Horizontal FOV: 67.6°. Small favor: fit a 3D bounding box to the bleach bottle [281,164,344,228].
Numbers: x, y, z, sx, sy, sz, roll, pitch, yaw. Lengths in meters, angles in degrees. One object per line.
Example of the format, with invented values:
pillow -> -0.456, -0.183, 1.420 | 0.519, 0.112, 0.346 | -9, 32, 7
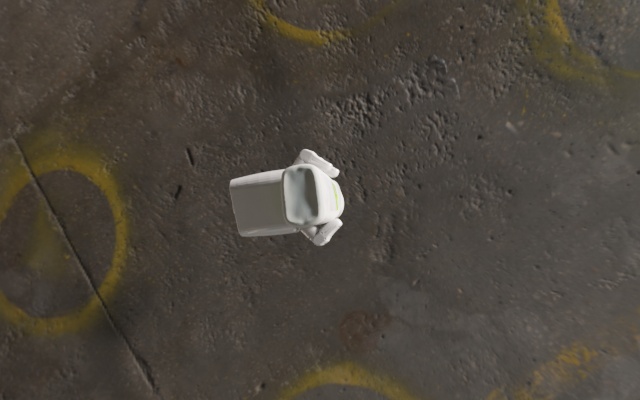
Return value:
bleach bottle -> 0.000, 0.003, 0.857 | 0.068, 0.102, 0.251 | -8, -8, 13
